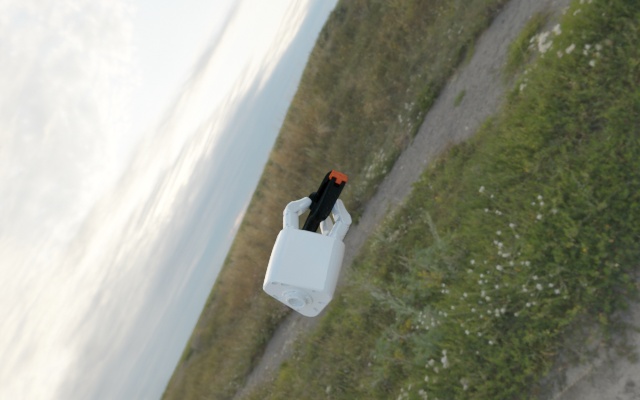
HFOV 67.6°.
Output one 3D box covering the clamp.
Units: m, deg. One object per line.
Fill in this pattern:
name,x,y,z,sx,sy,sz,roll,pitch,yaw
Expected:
clamp,0.000,0.002,0.886,0.036,0.164,0.210,21,-42,-9
